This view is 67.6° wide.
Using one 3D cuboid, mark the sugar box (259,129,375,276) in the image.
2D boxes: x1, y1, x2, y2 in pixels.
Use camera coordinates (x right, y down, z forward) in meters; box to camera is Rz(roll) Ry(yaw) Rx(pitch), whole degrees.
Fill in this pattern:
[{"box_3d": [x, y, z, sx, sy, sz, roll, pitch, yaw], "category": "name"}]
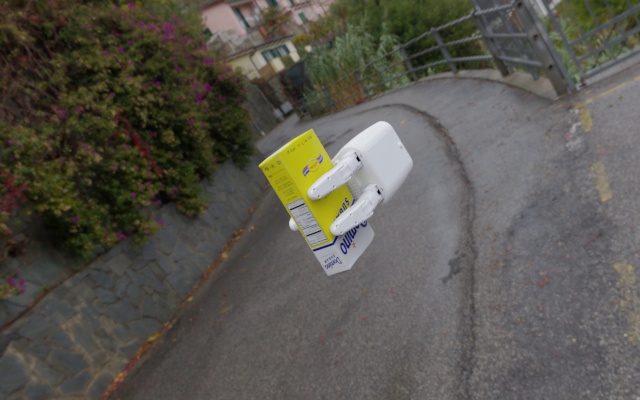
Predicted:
[{"box_3d": [0.000, 0.002, 0.637, 0.048, 0.176, 0.093, -26, 12, 40], "category": "sugar box"}]
